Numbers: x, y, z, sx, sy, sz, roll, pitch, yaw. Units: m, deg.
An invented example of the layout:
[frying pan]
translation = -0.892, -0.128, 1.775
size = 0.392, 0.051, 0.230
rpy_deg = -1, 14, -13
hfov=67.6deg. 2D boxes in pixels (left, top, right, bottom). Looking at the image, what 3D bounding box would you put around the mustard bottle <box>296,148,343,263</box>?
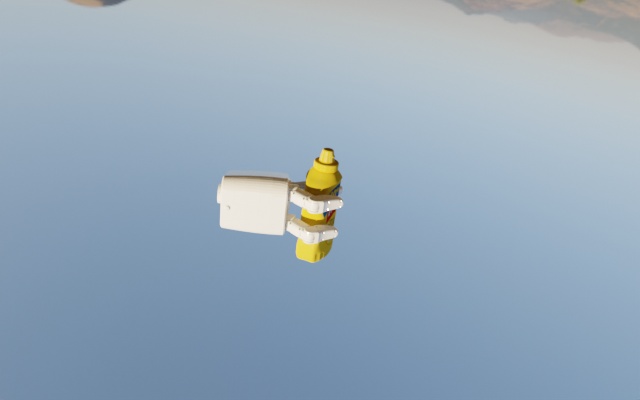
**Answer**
[mustard bottle]
translation = 0.000, 0.003, 0.809
size = 0.058, 0.192, 0.096
rpy_deg = 16, 28, 17
